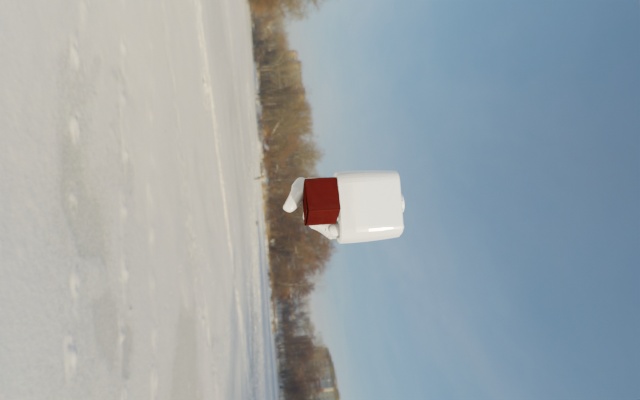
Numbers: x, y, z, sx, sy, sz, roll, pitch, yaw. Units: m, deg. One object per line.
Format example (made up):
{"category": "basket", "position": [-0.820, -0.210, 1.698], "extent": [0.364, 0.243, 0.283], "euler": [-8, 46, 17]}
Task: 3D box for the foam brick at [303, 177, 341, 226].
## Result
{"category": "foam brick", "position": [0.000, 0.002, 0.741], "extent": [0.051, 0.053, 0.078], "euler": [-3, -19, -5]}
